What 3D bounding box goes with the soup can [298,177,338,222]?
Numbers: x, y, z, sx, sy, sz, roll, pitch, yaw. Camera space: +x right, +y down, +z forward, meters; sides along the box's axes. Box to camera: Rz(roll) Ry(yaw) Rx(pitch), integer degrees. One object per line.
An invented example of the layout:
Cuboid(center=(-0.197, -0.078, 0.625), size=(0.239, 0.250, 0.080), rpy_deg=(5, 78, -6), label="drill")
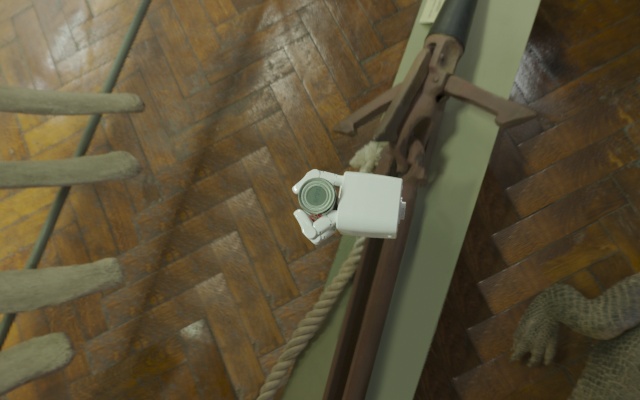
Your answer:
Cuboid(center=(0.000, 0.003, 0.869), size=(0.068, 0.068, 0.102), rpy_deg=(0, -13, 8), label="soup can")
